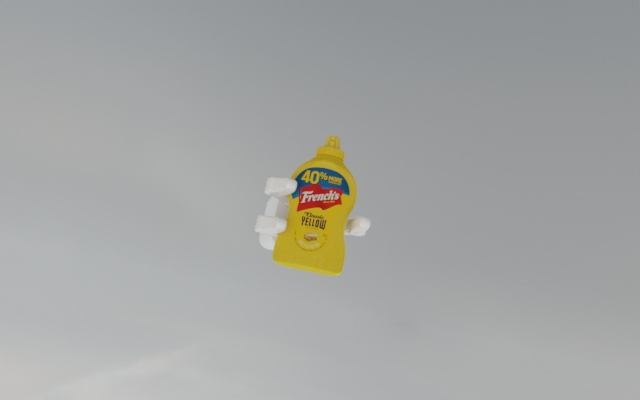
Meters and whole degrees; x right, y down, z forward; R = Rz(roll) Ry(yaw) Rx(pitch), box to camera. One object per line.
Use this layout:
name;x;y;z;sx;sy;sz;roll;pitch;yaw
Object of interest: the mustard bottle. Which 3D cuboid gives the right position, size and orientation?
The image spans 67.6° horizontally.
mustard bottle;0.000;0.002;0.661;0.096;0.191;0.058;10;-12;8
